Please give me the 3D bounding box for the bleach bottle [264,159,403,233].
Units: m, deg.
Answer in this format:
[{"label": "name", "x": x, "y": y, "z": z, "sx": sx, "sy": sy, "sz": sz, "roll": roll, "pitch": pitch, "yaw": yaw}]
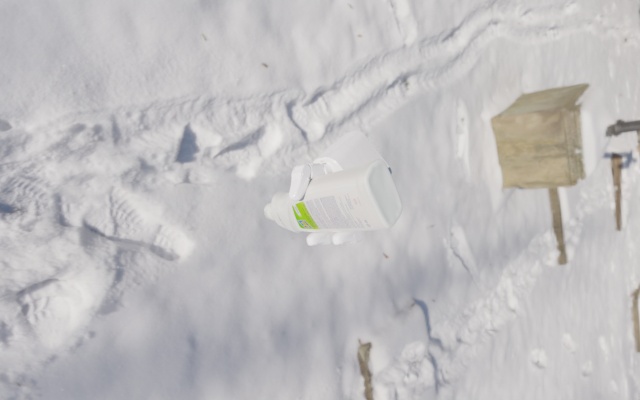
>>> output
[{"label": "bleach bottle", "x": 0.000, "y": 0.003, "z": 0.757, "sx": 0.251, "sy": 0.103, "sz": 0.068, "roll": -6, "pitch": 29, "yaw": 42}]
